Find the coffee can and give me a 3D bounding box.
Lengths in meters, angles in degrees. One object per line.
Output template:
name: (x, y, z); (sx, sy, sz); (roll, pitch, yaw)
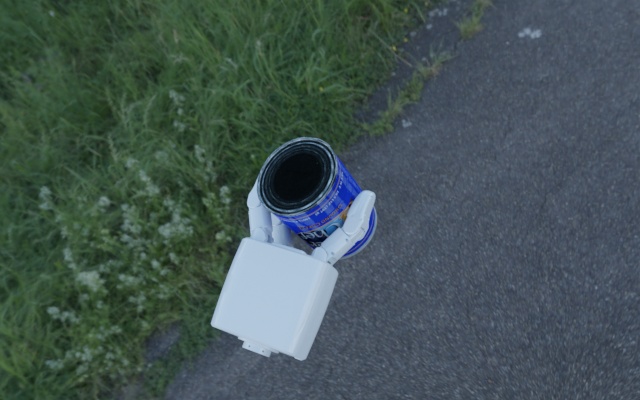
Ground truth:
coffee can: (0.000, 0.002, 0.595); (0.103, 0.102, 0.140); (0, -26, 27)
